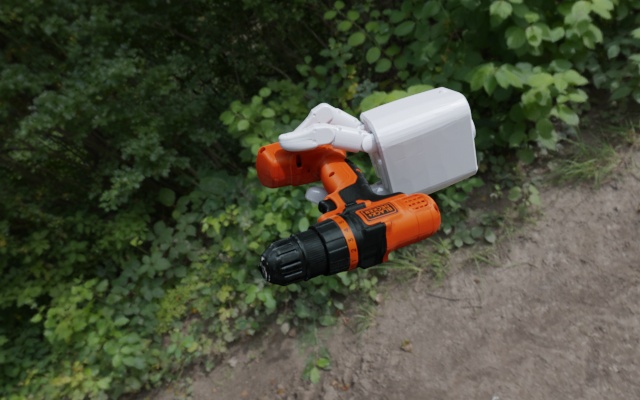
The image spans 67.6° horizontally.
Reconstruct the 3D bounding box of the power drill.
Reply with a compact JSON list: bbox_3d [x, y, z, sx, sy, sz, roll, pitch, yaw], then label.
[{"bbox_3d":[0.000,0.001,0.495,0.184,0.057,0.187,-15,40,-23],"label":"power drill"}]
